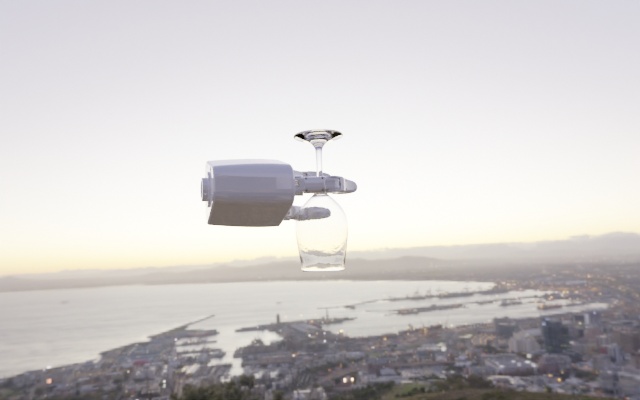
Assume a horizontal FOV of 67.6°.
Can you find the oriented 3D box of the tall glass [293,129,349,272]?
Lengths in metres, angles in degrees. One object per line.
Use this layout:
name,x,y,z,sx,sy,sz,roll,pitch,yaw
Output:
tall glass,0.000,0.002,0.700,0.079,0.201,0.079,-3,-7,0
